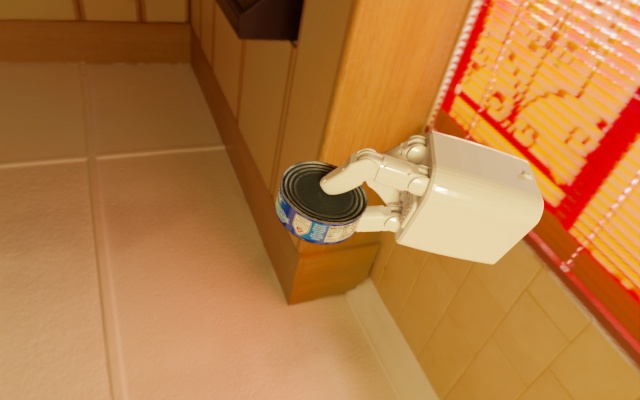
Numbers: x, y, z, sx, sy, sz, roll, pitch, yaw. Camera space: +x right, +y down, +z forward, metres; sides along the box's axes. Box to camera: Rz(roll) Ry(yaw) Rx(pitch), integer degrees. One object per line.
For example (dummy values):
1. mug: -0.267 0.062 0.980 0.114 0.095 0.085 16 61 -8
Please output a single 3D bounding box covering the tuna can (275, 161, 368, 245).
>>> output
1. tuna can: 0.000 0.002 0.462 0.086 0.034 0.086 11 41 -10
